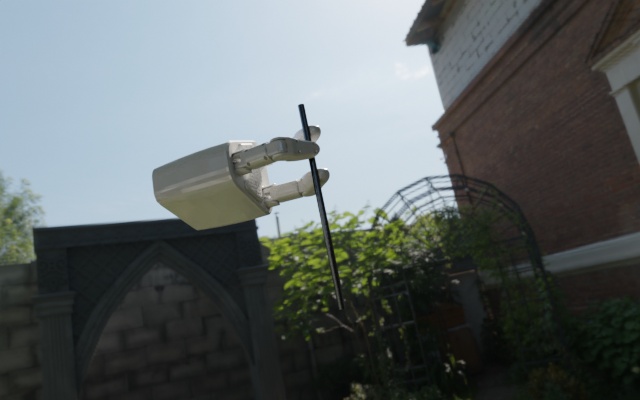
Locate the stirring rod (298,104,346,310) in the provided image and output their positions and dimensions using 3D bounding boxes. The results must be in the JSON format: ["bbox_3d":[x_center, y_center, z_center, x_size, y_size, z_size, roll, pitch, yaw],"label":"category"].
[{"bbox_3d":[0.000,0.002,0.539,0.011,0.239,0.011,-11,-13,-3],"label":"stirring rod"}]
